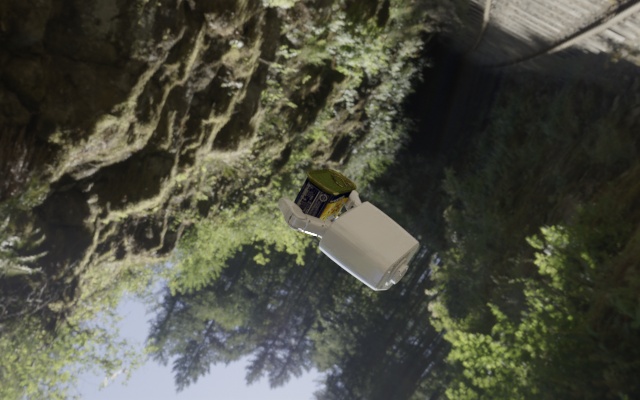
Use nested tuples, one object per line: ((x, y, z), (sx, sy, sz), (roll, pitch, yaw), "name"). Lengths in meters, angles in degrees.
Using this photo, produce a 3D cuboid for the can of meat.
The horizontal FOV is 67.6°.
((0.000, 0.003, 0.736), (0.057, 0.084, 0.102), (36, 20, 18), "can of meat")
